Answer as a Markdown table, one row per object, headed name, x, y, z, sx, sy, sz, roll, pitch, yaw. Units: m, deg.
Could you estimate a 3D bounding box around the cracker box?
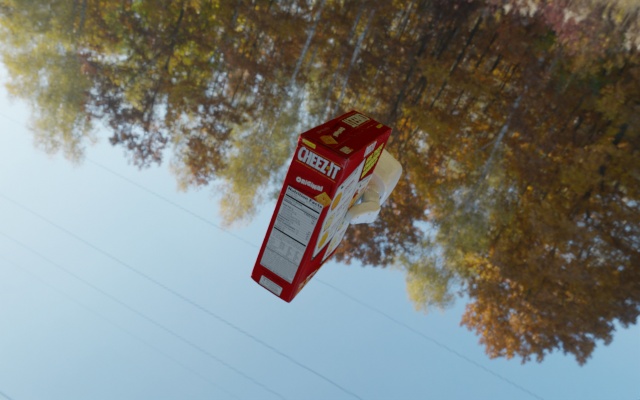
| name | x | y | z | sx | sy | sz | roll | pitch | yaw |
| --- | --- | --- | --- | --- | --- | --- | --- | --- | --- |
| cracker box | 0.000 | 0.002 | 0.621 | 0.072 | 0.214 | 0.164 | 29 | 29 | 13 |
